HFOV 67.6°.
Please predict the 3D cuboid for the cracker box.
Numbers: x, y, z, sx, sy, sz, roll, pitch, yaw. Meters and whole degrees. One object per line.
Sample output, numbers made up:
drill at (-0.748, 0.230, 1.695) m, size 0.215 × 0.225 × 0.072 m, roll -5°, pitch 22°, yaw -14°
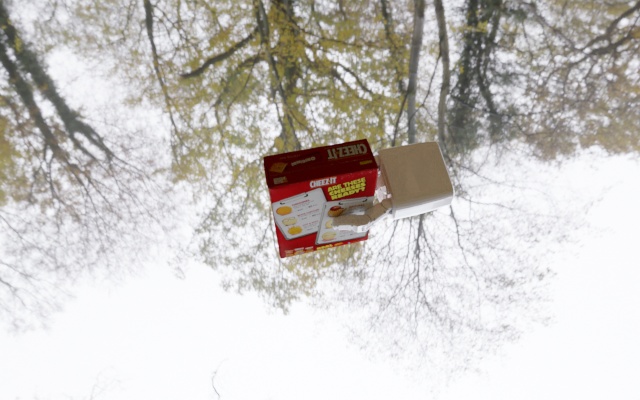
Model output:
cracker box at (0.000, 0.003, 0.782) m, size 0.164 × 0.072 × 0.214 m, roll -11°, pitch -34°, yaw -7°
